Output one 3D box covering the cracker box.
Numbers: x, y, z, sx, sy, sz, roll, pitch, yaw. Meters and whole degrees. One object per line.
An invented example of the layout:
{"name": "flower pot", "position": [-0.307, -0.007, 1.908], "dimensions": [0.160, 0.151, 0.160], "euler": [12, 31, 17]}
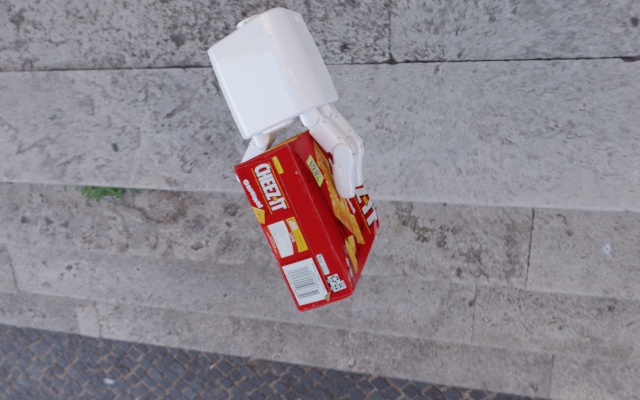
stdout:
{"name": "cracker box", "position": [0.000, 0.002, 0.555], "dimensions": [0.072, 0.164, 0.213], "euler": [-20, 10, 19]}
